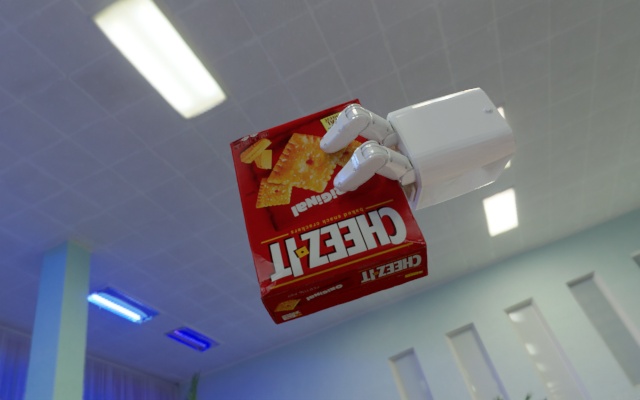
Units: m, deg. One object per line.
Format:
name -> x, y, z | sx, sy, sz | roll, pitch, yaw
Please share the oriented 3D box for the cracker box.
cracker box -> 0.000, 0.002, 0.517 | 0.164, 0.213, 0.072 | -18, -37, 0
